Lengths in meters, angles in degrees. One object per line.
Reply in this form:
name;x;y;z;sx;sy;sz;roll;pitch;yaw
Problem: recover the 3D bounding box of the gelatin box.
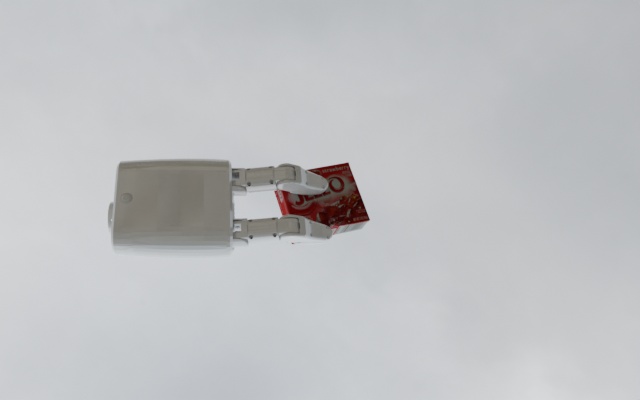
gelatin box;0.000;0.002;0.520;0.089;0.073;0.030;-11;-21;-22
